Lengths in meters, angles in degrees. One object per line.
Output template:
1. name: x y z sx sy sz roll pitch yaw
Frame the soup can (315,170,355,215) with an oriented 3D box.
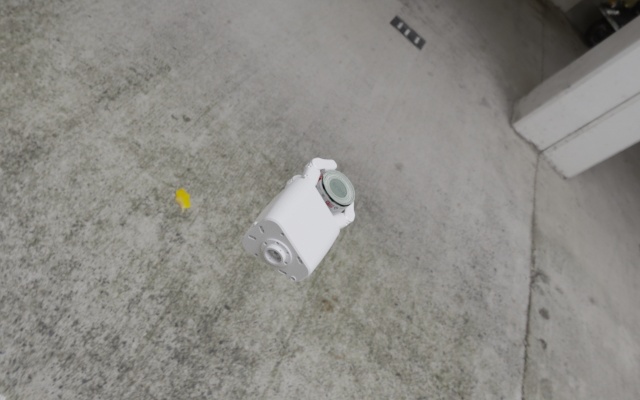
1. soup can: 0.001 0.002 0.792 0.068 0.068 0.102 0 -28 -42
